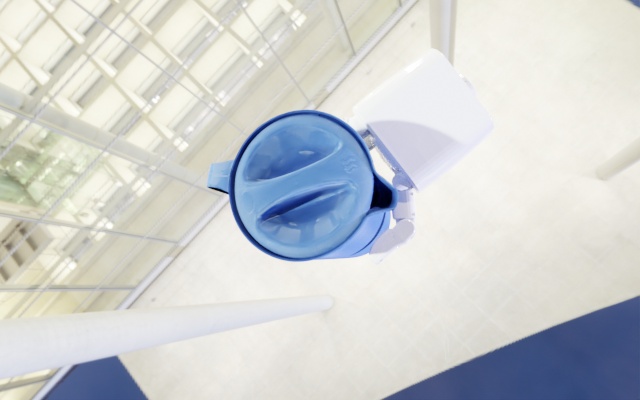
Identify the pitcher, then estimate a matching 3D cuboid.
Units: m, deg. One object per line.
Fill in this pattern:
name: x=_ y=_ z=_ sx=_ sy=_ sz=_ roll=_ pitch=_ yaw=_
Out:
pitcher: x=0.000 y=0.002 z=0.521 sx=0.145 sy=0.149 sz=0.243 roll=-39 pitch=-16 yaw=6
